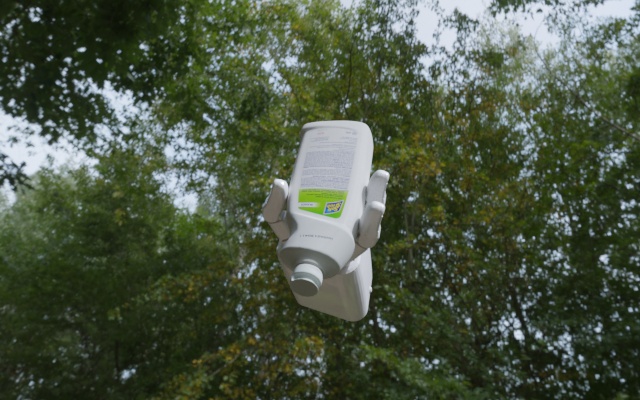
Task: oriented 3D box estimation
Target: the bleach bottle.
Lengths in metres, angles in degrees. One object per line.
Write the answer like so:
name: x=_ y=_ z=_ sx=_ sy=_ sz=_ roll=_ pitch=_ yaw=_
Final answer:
bleach bottle: x=0.000 y=0.002 z=0.558 sx=0.102 sy=0.068 sz=0.250 roll=0 pitch=42 yaw=16
